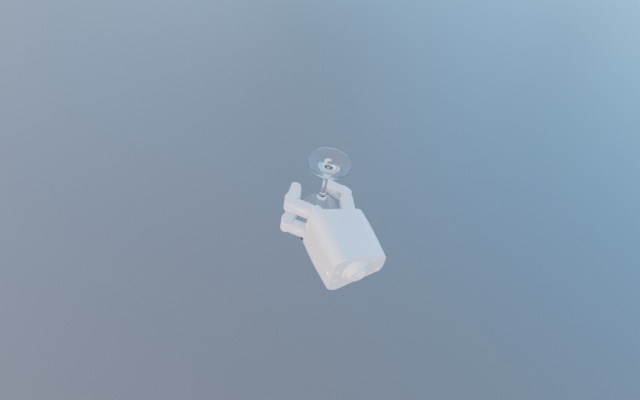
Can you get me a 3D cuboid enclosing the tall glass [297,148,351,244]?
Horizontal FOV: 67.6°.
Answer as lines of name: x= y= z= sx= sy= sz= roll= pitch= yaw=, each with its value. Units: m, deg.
tall glass: x=0.000 y=0.002 z=0.865 sx=0.079 sy=0.079 sz=0.201 roll=0 pitch=-40 yaw=-12
